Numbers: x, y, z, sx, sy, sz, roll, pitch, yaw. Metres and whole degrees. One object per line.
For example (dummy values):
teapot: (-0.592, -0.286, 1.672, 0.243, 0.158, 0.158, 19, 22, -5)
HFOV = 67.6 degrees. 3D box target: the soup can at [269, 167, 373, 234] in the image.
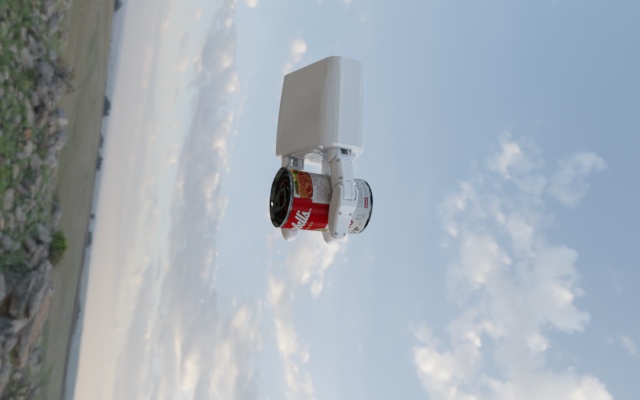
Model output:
soup can: (0.000, 0.002, 0.547, 0.102, 0.068, 0.068, 7, -3, -25)
